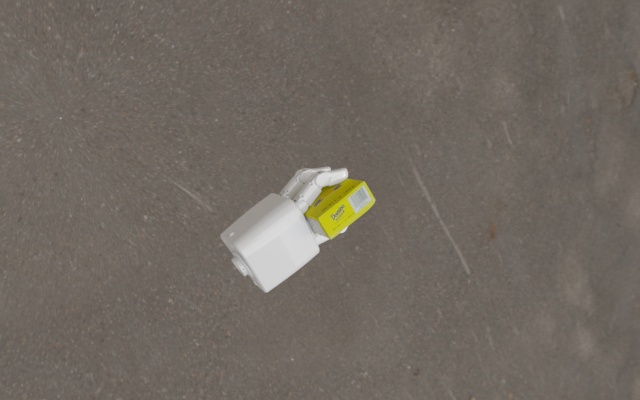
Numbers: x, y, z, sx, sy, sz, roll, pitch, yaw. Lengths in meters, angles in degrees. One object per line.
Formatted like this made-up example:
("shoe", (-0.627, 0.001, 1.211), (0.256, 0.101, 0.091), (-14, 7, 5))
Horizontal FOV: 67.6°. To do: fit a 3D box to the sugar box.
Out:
("sugar box", (0.000, 0.002, 0.755), (0.093, 0.048, 0.176), (-38, 24, -18))
